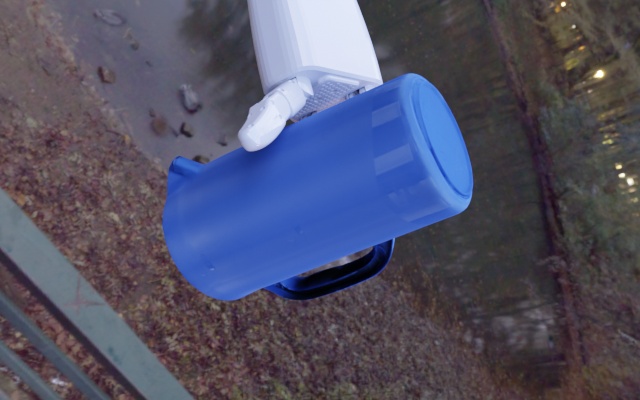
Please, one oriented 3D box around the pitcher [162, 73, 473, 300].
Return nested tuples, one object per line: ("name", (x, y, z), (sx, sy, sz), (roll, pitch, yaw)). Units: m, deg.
("pitcher", (0.000, 0.001, 0.407), (0.243, 0.145, 0.149), (-21, -17, 31))
